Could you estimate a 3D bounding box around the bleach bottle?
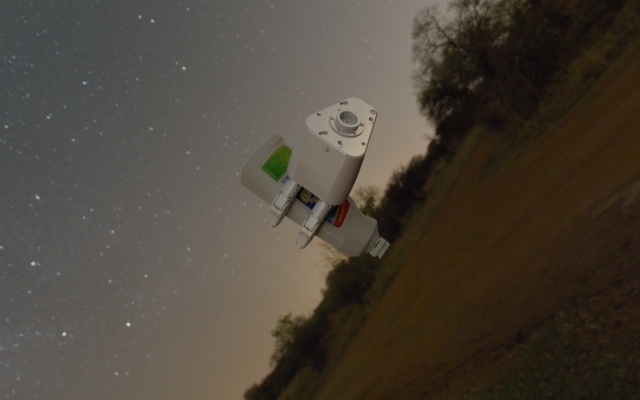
[{"bbox_3d":[0.000,0.003,0.748,0.251,0.102,0.068,34,-35,8],"label":"bleach bottle"}]
